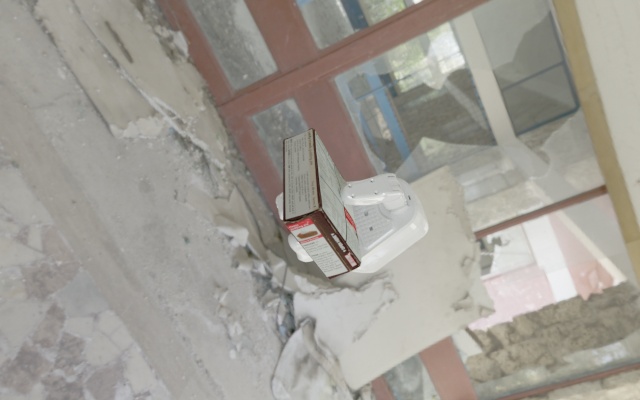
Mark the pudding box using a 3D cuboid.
[{"bbox_3d":[0.000,0.001,0.445,0.039,0.113,0.090,-23,-48,15],"label":"pudding box"}]
